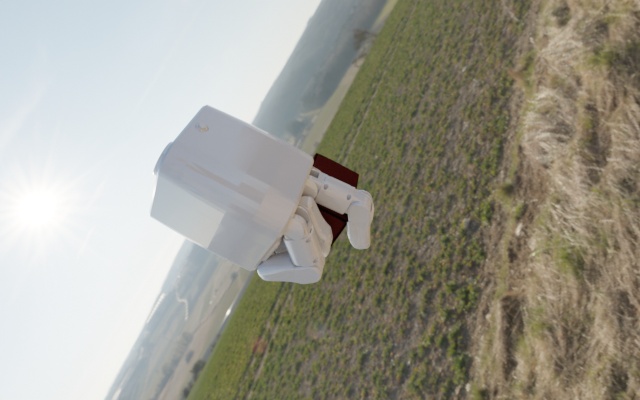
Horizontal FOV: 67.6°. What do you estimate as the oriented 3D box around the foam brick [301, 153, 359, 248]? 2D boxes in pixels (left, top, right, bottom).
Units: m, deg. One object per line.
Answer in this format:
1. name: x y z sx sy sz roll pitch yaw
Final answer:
1. foam brick: 0.000 0.001 0.469 0.051 0.053 0.078 26 39 -7
